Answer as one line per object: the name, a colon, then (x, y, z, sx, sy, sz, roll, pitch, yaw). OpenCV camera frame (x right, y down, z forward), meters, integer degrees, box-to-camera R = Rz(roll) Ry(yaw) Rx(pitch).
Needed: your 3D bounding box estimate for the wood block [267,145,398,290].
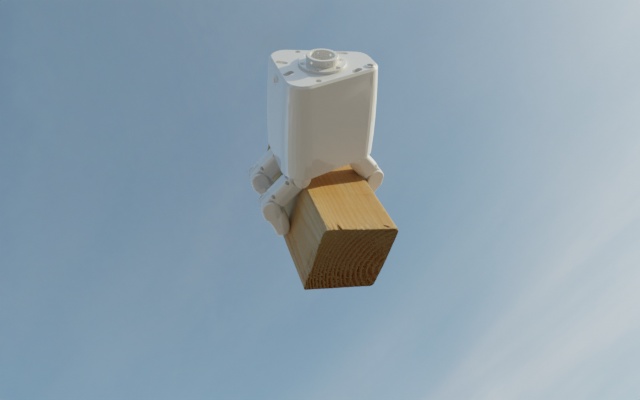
wood block: (0.000, 0.002, 0.586, 0.091, 0.090, 0.206, 1, 37, -24)
